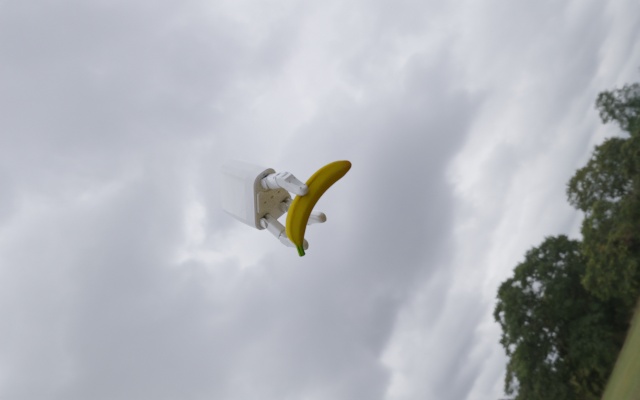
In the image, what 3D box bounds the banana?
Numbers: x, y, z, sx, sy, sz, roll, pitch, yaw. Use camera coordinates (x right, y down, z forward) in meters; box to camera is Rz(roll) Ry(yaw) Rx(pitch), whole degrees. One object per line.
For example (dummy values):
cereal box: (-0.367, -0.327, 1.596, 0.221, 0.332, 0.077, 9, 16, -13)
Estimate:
banana: (-0.010, -0.004, 0.831, 0.037, 0.197, 0.070, 16, -21, 40)
